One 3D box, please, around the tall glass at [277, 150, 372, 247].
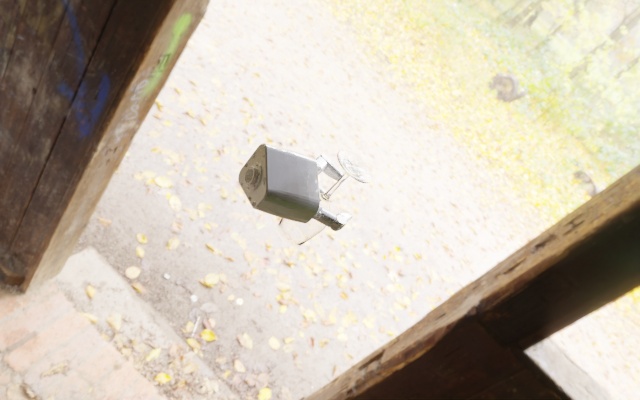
[{"bbox_3d":[0.001,0.002,0.864,0.079,0.079,0.201,0,-38,-48],"label":"tall glass"}]
